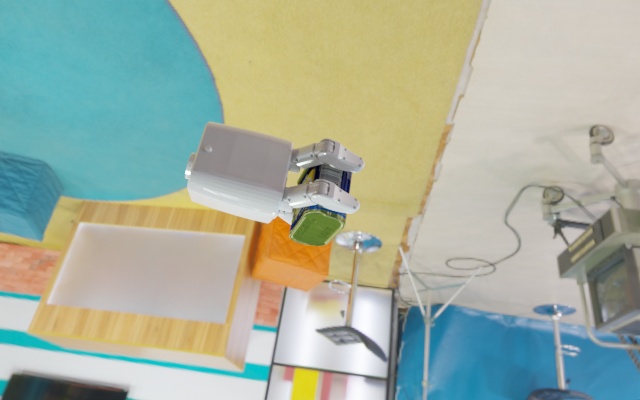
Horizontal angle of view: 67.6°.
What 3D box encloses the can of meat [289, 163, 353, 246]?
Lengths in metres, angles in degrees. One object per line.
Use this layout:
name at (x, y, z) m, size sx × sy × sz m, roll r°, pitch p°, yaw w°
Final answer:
can of meat at (0.000, 0.002, 0.600) m, size 0.057 × 0.084 × 0.102 m, roll 16°, pitch -30°, yaw -12°
